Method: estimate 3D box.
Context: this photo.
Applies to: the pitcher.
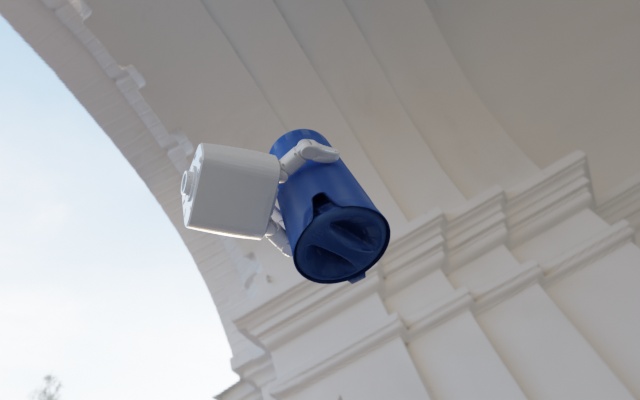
[{"bbox_3d":[0.000,0.002,0.710,0.145,0.149,0.242,10,31,-26],"label":"pitcher"}]
